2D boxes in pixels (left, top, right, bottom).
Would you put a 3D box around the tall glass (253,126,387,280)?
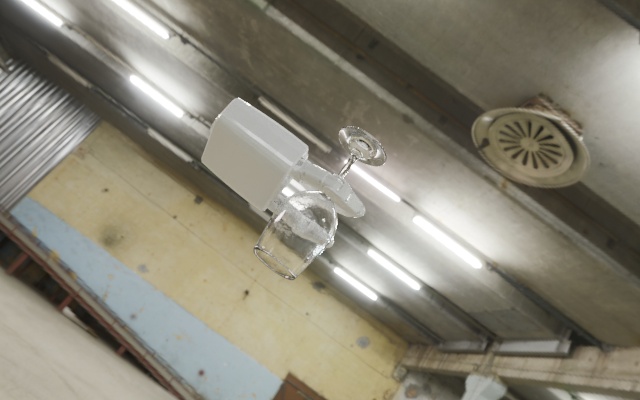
[{"bbox_3d":[0.001,0.002,0.600,0.079,0.201,0.079,31,-22,14],"label":"tall glass"}]
